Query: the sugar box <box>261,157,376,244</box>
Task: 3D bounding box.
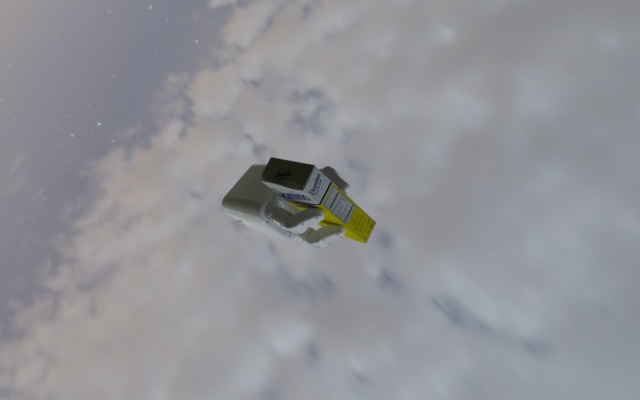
[{"bbox_3d":[0.000,0.003,0.707,0.093,0.048,0.176,14,-16,43],"label":"sugar box"}]
